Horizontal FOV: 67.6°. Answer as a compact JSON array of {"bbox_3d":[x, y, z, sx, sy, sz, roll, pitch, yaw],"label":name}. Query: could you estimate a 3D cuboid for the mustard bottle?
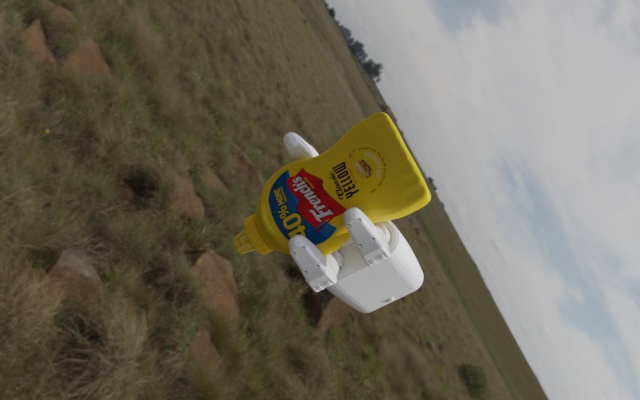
[{"bbox_3d":[0.000,0.001,0.459,0.191,0.096,0.058,-28,-16,11],"label":"mustard bottle"}]
